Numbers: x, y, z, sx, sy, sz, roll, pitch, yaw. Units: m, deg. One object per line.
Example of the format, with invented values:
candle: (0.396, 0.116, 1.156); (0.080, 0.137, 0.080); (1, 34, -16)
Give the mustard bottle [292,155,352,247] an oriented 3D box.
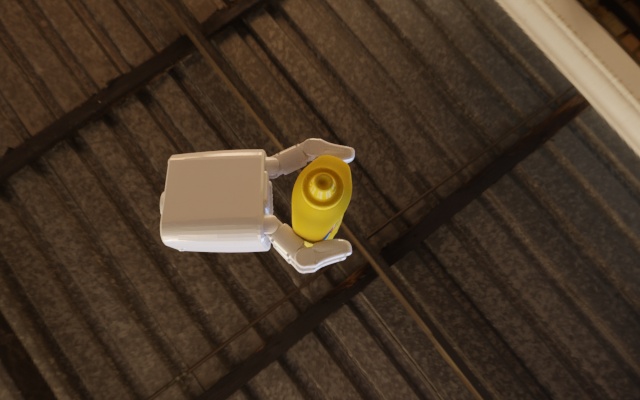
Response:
mustard bottle: (0.000, 0.002, 0.527); (0.058, 0.096, 0.192); (22, -11, 4)
